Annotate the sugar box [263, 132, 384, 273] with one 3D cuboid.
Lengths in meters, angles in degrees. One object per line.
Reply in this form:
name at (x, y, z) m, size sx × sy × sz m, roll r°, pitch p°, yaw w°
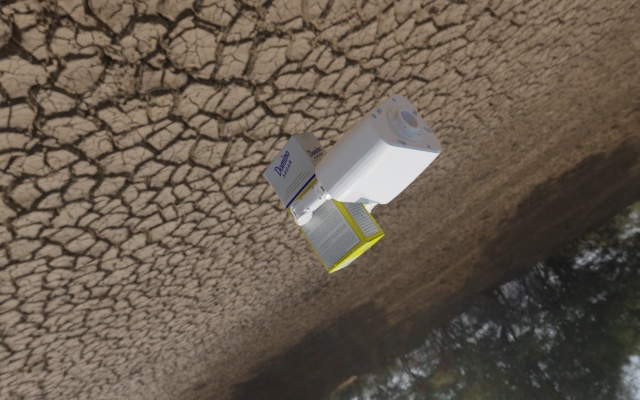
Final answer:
sugar box at (0.001, 0.002, 0.654) m, size 0.048 × 0.176 × 0.093 m, roll -16°, pitch -22°, yaw -45°
